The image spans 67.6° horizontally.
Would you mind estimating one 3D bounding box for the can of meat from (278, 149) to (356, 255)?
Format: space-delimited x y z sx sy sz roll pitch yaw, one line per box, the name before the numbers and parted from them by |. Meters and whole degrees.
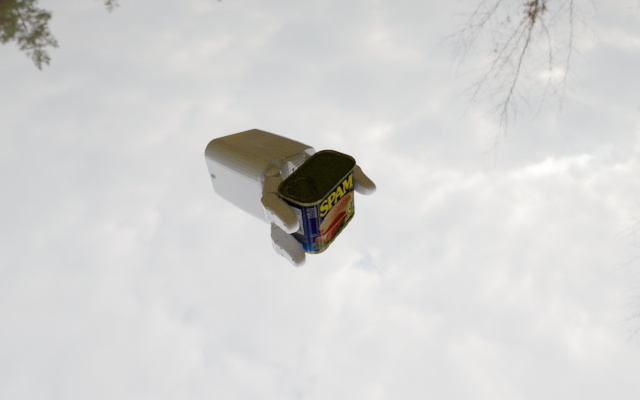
can of meat | 0.000 0.002 0.572 0.057 0.084 0.102 21 47 28
